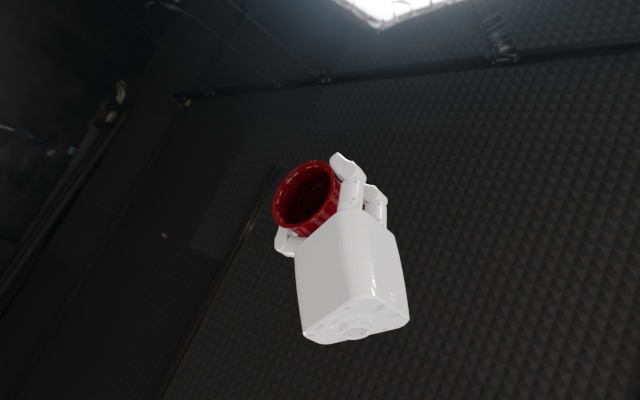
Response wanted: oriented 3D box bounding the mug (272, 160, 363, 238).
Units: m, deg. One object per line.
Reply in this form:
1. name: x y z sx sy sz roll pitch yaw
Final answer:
1. mug: 0.000 0.001 0.604 0.093 0.117 0.081 -26 -43 25
